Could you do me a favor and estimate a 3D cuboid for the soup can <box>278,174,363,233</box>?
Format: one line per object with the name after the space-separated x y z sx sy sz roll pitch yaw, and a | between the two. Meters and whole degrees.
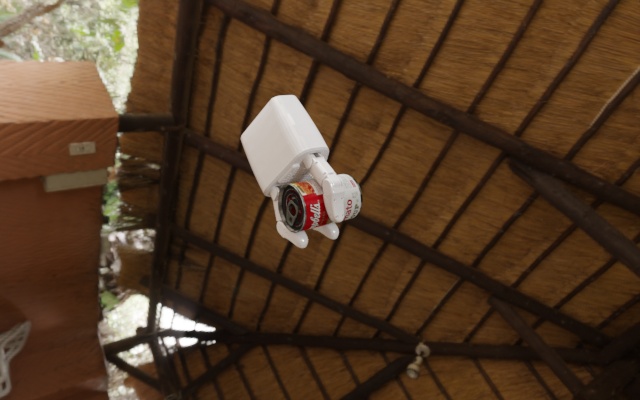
0.001 0.002 0.675 0.102 0.068 0.068 -12 7 -34 | soup can
